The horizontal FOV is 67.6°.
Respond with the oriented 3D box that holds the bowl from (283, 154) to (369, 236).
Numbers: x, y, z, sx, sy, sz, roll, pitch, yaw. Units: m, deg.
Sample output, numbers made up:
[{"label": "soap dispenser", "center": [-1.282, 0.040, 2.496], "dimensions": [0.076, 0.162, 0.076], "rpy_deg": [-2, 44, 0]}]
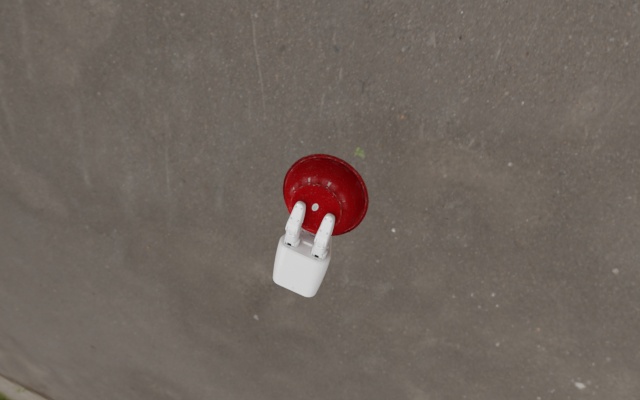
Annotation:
[{"label": "bowl", "center": [0.000, 0.002, 0.836], "dimensions": [0.162, 0.162, 0.055], "rpy_deg": [0, 24, 19]}]
